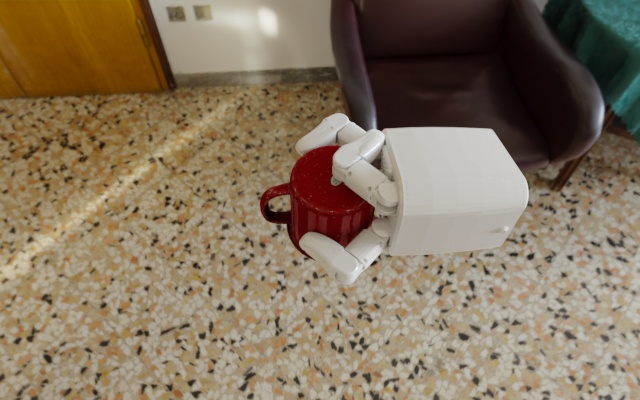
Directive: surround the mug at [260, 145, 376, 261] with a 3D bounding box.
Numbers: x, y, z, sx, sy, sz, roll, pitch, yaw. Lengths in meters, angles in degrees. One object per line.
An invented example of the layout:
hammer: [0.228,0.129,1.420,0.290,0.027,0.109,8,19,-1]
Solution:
mug: [-0.001,0.001,0.461,0.117,0.093,0.082,0,-35,-1]
